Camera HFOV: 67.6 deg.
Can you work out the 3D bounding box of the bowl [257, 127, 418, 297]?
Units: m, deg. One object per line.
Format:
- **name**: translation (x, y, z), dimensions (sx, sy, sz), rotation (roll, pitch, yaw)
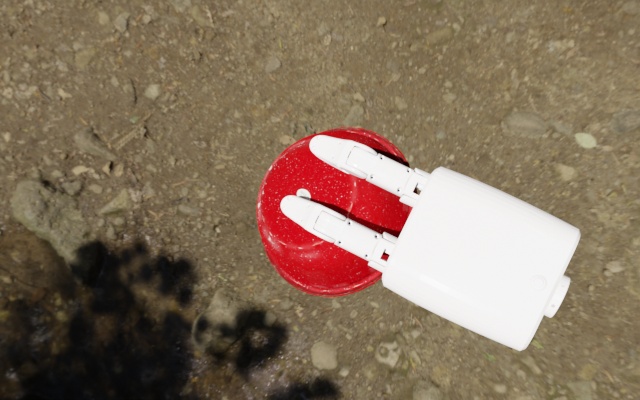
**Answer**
- **bowl**: translation (-0.001, 0.001, 0.423), dimensions (0.162, 0.162, 0.055), rotation (0, -14, 29)
